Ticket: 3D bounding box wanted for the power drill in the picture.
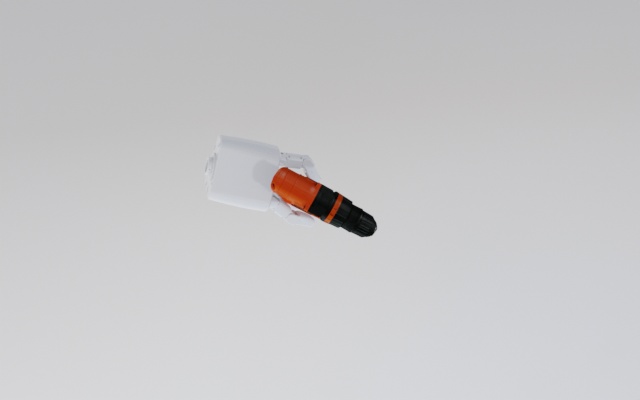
[{"bbox_3d":[0.000,0.003,0.823,0.184,0.057,0.187,30,-3,-7],"label":"power drill"}]
